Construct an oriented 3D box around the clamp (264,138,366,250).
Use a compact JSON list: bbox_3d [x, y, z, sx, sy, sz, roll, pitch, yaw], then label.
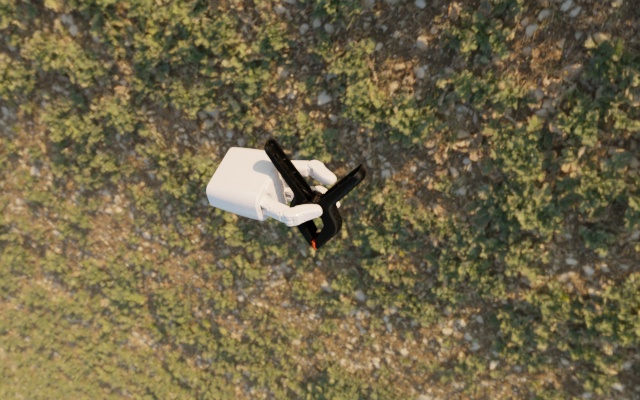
[{"bbox_3d":[0.000,0.003,0.764,0.164,0.210,0.036,13,45,25],"label":"clamp"}]
